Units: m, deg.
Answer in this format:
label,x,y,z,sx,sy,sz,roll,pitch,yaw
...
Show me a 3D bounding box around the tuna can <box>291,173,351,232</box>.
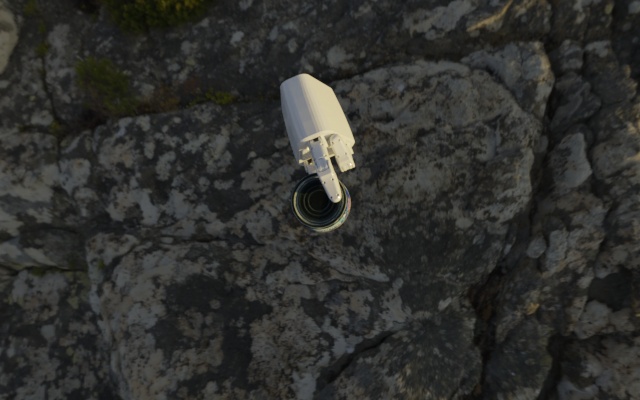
label,x,y,z,sx,sy,sz,roll,pitch,yaw
tuna can,0.000,0.002,0.702,0.086,0.086,0.034,0,-10,10
